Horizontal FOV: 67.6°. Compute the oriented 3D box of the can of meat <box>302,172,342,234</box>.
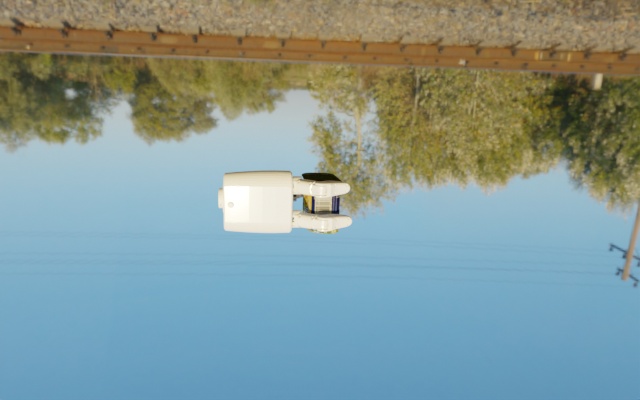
[{"bbox_3d":[0.000,0.003,0.802,0.057,0.084,0.102,0,13,-11],"label":"can of meat"}]
